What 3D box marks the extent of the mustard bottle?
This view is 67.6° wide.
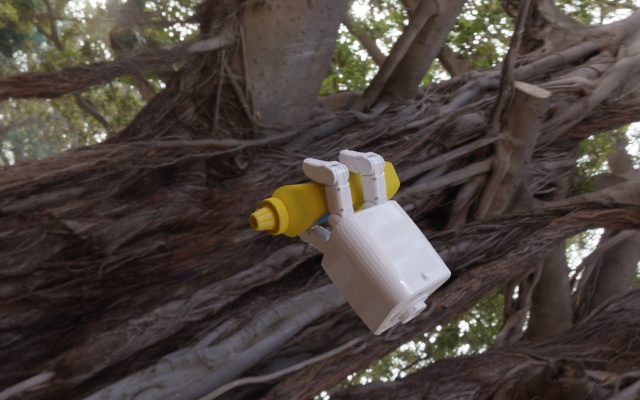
[{"bbox_3d":[0.000,0.002,0.571,0.191,0.058,0.096,-18,-4,-38],"label":"mustard bottle"}]
